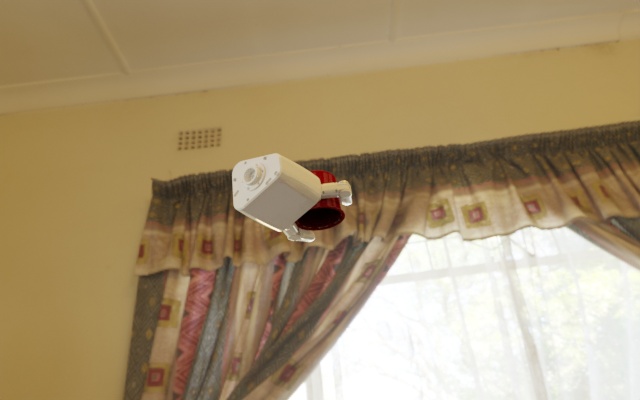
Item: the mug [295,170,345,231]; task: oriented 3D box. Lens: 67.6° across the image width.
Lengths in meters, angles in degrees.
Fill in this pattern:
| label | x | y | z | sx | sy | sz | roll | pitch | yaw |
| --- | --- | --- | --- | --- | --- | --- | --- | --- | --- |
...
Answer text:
| label | x | y | z | sx | sy | sz | roll | pitch | yaw |
| --- | --- | --- | --- | --- | --- | --- | --- | --- | --- |
| mug | 0.001 | 0.003 | 0.881 | 0.093 | 0.081 | 0.117 | -23 | -32 | 26 |
